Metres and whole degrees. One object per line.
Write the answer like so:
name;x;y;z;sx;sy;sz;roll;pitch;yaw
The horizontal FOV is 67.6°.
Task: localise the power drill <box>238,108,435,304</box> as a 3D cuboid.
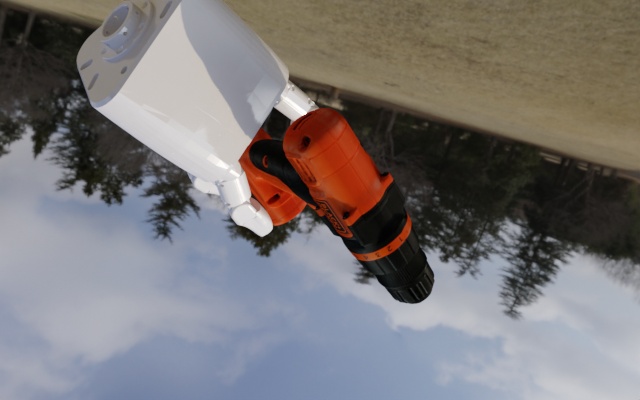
power drill;0.000;0.001;0.410;0.057;0.184;0.187;-45;30;-20
